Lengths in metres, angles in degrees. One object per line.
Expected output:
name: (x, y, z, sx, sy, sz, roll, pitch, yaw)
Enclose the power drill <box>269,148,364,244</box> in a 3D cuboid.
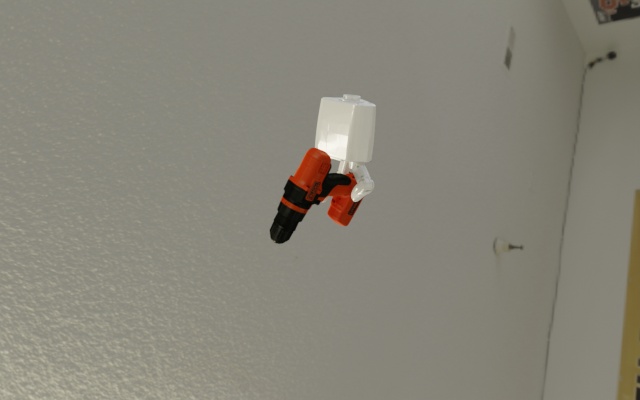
power drill: (0.000, 0.003, 0.891, 0.057, 0.184, 0.188, 36, 14, 31)
